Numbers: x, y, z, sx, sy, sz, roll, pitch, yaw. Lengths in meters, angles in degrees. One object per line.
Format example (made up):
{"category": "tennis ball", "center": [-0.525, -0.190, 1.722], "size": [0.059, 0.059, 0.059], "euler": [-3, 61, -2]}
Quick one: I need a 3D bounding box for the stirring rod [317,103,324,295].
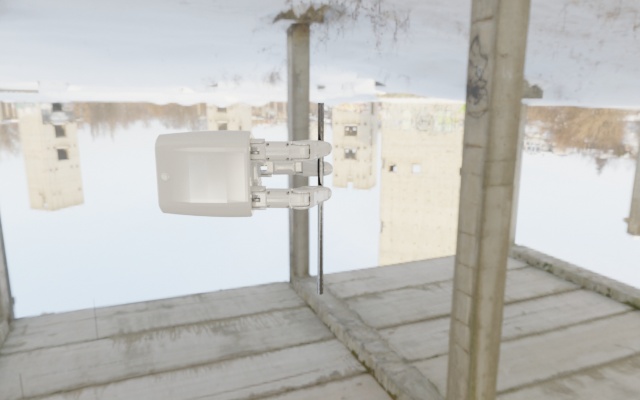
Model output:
{"category": "stirring rod", "center": [0.000, 0.002, 0.590], "size": [0.011, 0.239, 0.011], "euler": [0, 12, 0]}
